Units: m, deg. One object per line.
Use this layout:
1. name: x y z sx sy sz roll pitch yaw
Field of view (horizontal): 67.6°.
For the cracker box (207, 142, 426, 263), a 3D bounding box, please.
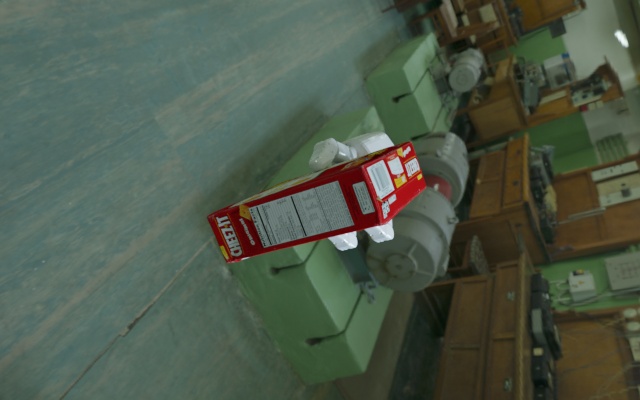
1. cracker box: 0.000 0.002 0.578 0.214 0.072 0.164 -17 7 30
